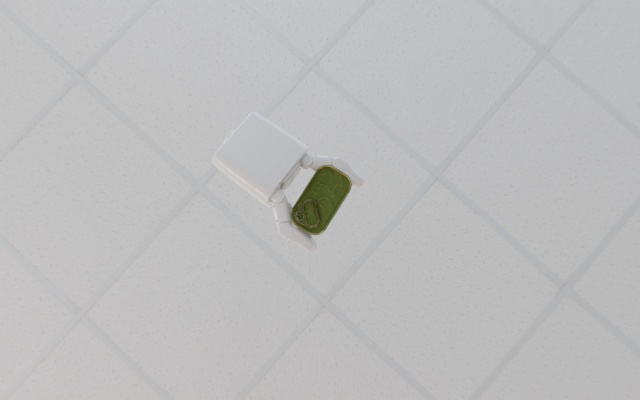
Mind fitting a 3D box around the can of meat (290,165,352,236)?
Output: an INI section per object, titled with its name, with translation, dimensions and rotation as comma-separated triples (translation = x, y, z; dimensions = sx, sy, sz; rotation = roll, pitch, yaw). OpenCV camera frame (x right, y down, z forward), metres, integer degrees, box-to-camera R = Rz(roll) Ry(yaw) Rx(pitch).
[can of meat]
translation = 0.000, 0.002, 0.724
dimensions = 0.057, 0.102, 0.084
rotation = 32, -4, 2
